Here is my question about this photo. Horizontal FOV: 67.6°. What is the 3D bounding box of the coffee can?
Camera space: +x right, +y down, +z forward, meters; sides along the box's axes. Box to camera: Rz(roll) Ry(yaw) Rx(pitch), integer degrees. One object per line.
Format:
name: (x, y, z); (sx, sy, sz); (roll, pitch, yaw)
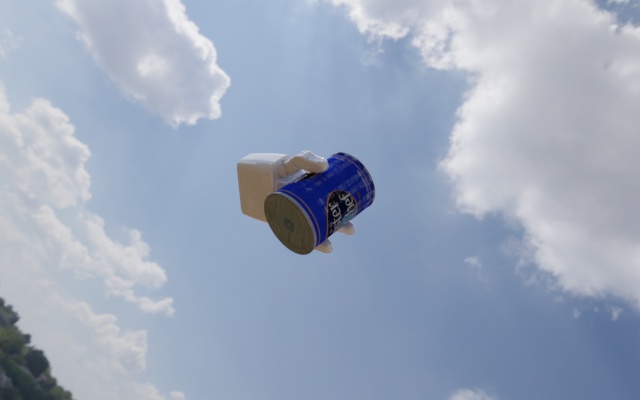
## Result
coffee can: (0.000, 0.002, 0.724); (0.140, 0.103, 0.103); (-35, 21, -34)
